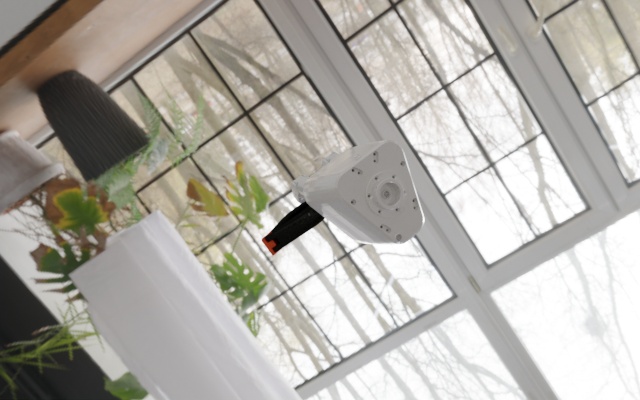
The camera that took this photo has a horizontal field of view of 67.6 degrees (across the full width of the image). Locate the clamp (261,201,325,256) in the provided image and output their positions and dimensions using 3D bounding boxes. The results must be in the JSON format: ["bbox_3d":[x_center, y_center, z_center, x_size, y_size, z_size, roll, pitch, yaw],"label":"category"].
[{"bbox_3d":[0.000,0.003,0.692,0.210,0.036,0.164,-38,9,-16],"label":"clamp"}]
